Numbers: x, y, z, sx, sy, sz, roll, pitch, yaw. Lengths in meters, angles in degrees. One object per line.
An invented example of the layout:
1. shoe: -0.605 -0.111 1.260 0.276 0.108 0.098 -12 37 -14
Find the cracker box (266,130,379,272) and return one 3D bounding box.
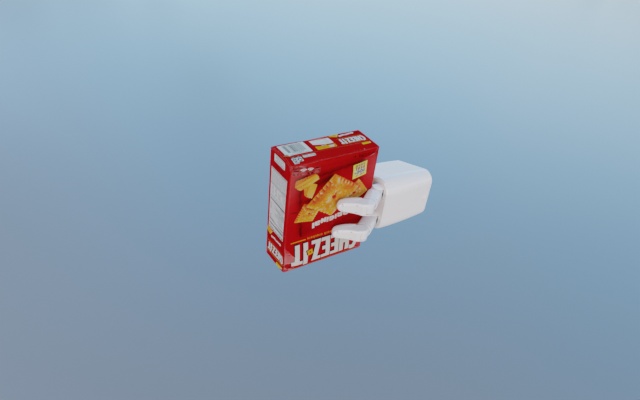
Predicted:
1. cracker box: 0.000 0.002 0.793 0.164 0.214 0.072 -15 40 -28
